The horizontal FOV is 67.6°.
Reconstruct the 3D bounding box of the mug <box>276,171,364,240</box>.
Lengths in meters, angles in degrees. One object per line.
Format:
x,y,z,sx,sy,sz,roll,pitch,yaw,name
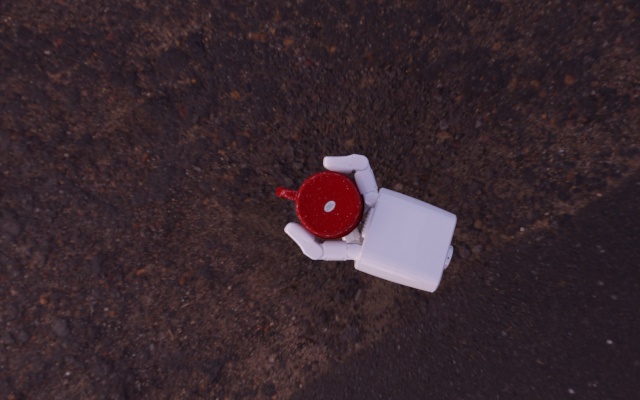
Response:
-0.001,0.001,0.611,0.117,0.093,0.081,18,-1,3,mug
